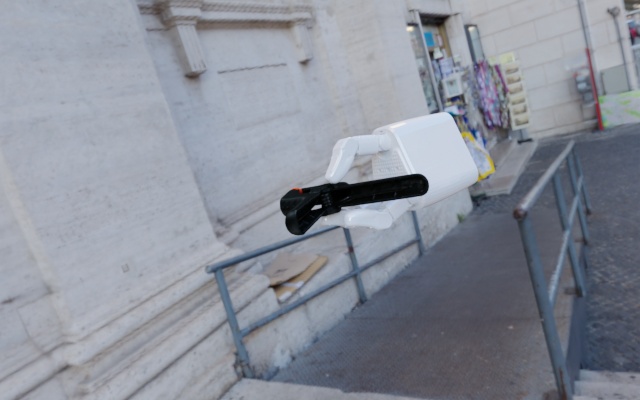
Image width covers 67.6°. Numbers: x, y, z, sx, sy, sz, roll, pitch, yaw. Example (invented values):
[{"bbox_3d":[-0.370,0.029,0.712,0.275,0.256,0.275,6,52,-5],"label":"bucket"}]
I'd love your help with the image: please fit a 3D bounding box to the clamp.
[{"bbox_3d":[0.000,0.001,0.562,0.164,0.036,0.210,-17,8,-28],"label":"clamp"}]
